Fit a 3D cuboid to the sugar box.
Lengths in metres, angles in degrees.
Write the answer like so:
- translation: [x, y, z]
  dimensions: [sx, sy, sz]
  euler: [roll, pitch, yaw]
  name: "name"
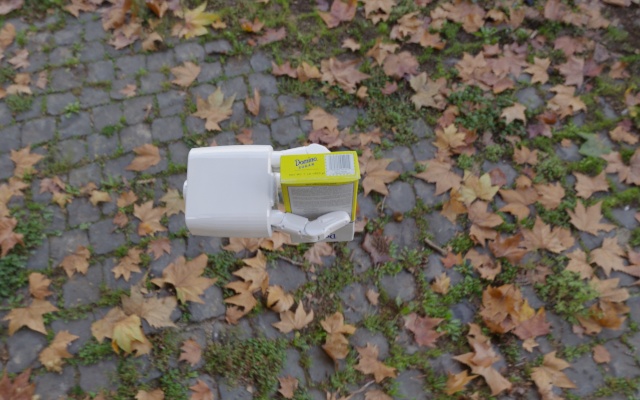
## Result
- translation: [0.000, 0.002, 0.628]
  dimensions: [0.093, 0.048, 0.176]
  euler: [-2, -26, -1]
  name: "sugar box"
